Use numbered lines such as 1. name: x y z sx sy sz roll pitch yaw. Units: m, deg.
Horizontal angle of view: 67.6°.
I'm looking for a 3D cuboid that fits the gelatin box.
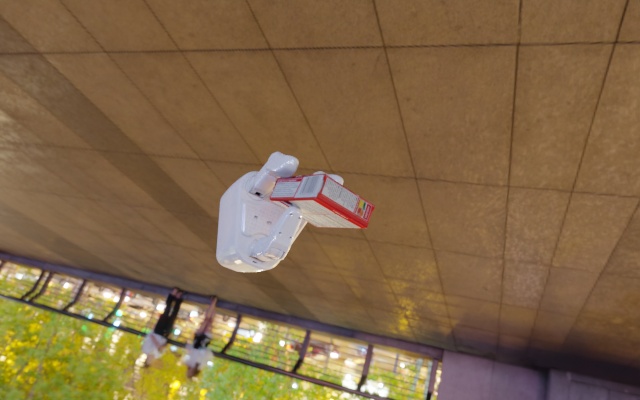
1. gelatin box: 0.000 0.002 0.503 0.073 0.030 0.089 31 -19 -32
